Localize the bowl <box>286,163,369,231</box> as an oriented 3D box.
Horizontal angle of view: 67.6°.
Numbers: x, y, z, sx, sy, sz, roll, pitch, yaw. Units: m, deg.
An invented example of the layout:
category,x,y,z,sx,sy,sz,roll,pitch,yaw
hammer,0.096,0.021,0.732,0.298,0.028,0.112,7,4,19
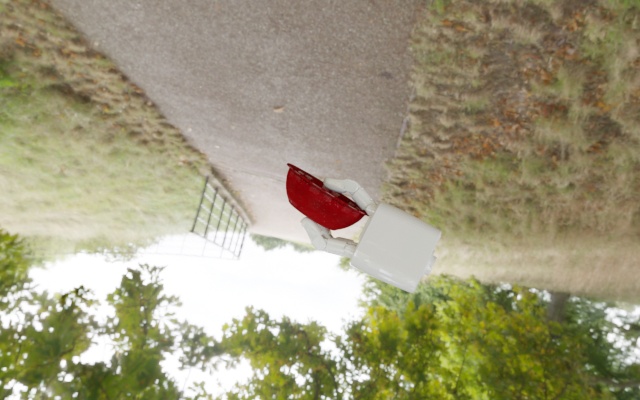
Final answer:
category,x,y,z,sx,sy,sz,roll,pitch,yaw
bowl,-0.001,0.002,0.788,0.162,0.055,0.162,32,6,-4
